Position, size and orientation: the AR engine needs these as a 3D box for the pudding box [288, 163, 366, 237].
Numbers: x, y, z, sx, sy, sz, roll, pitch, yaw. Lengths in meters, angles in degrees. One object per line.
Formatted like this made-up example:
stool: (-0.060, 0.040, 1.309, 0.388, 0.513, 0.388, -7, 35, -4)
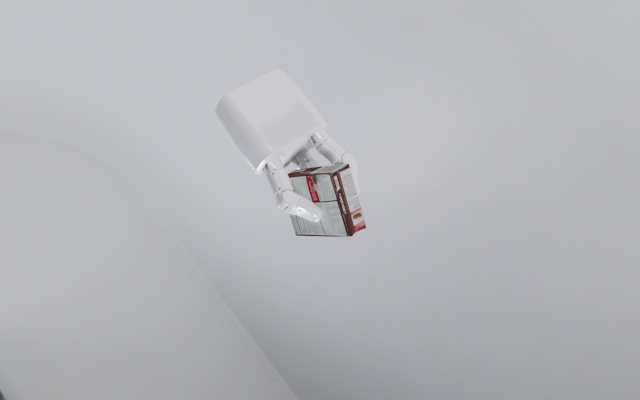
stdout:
pudding box: (0.000, 0.002, 0.642, 0.039, 0.090, 0.113, -27, 16, -38)
